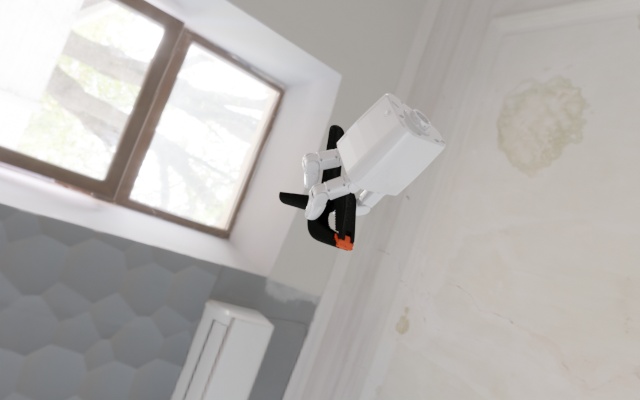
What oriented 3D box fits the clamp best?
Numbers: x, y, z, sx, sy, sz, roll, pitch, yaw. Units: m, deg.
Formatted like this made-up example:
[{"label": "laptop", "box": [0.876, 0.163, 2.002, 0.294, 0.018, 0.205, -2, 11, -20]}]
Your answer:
[{"label": "clamp", "box": [0.001, 0.003, 0.729, 0.036, 0.209, 0.165, 22, -54, -34]}]
